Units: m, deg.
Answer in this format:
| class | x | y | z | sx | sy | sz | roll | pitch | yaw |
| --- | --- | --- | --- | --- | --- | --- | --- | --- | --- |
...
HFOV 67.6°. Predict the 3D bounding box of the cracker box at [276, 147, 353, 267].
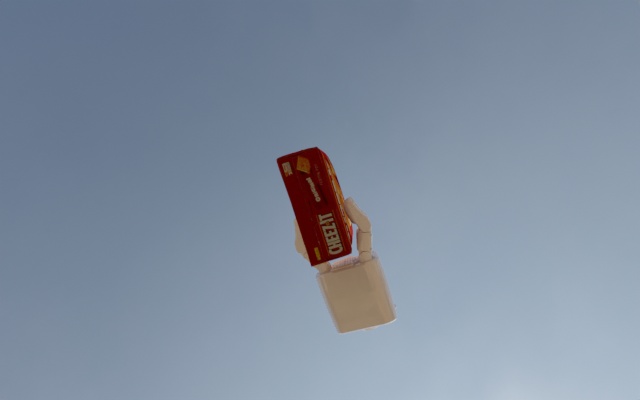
| class | x | y | z | sx | sy | sz | roll | pitch | yaw |
| --- | --- | --- | --- | --- | --- | --- | --- | --- | --- |
| cracker box | 0.000 | 0.003 | 0.777 | 0.072 | 0.164 | 0.213 | -18 | 2 | 4 |
